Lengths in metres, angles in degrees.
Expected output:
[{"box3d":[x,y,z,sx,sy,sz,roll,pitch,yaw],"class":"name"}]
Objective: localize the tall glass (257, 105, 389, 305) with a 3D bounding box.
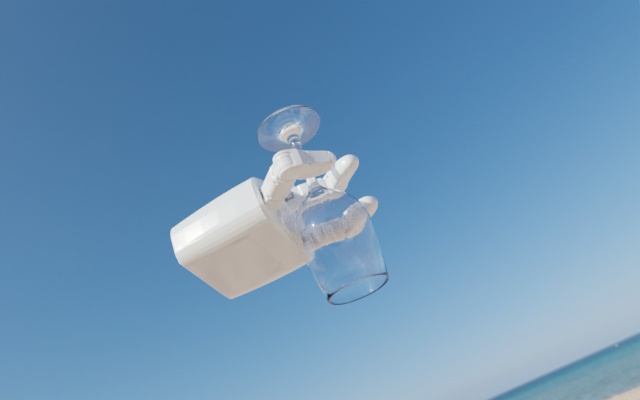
[{"box3d":[0.000,0.001,0.484,0.079,0.201,0.079,-19,-28,-10],"class":"tall glass"}]
